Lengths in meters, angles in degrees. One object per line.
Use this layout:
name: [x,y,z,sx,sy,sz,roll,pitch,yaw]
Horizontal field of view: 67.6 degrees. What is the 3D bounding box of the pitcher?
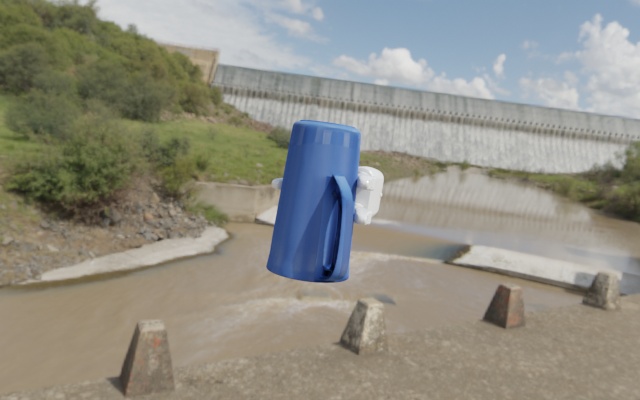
pitcher: [0.000,0.002,0.744,0.149,0.243,0.145,10,6,19]
